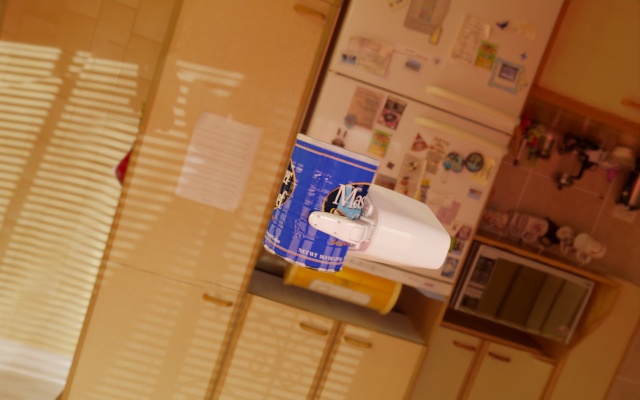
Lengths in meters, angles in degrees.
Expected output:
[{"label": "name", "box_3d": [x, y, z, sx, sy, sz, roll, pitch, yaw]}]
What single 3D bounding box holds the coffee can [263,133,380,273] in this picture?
[{"label": "coffee can", "box_3d": [0.000, 0.002, 0.574, 0.103, 0.140, 0.103, 19, 7, -2]}]
